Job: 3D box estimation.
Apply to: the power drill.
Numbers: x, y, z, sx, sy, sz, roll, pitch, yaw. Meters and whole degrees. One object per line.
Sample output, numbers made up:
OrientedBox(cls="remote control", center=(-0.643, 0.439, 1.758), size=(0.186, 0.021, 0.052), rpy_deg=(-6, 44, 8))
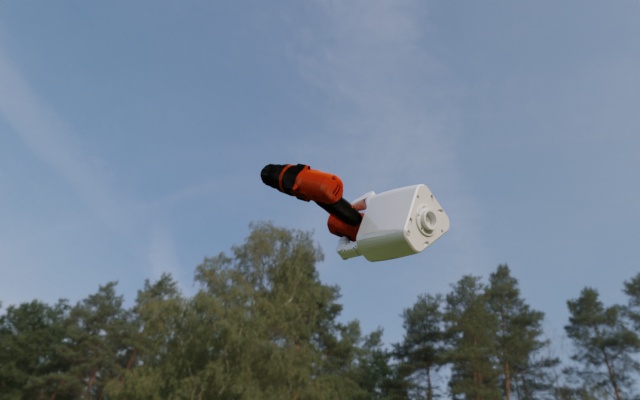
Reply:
OrientedBox(cls="power drill", center=(0.001, 0.003, 0.832), size=(0.184, 0.057, 0.188), rpy_deg=(17, -16, 46))
